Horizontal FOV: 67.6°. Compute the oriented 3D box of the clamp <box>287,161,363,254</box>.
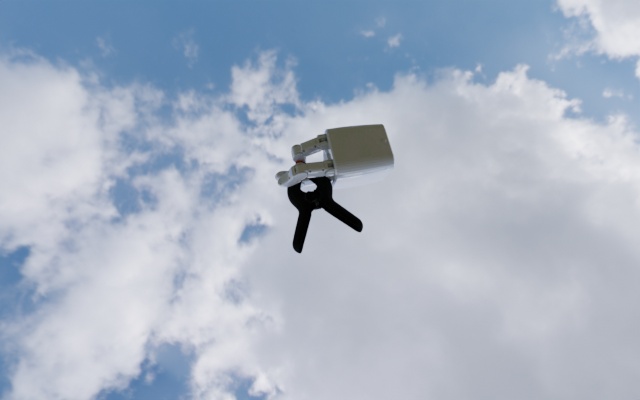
[{"bbox_3d":[0.000,0.003,0.817,0.120,0.171,0.039,-8,-28,-7],"label":"clamp"}]
